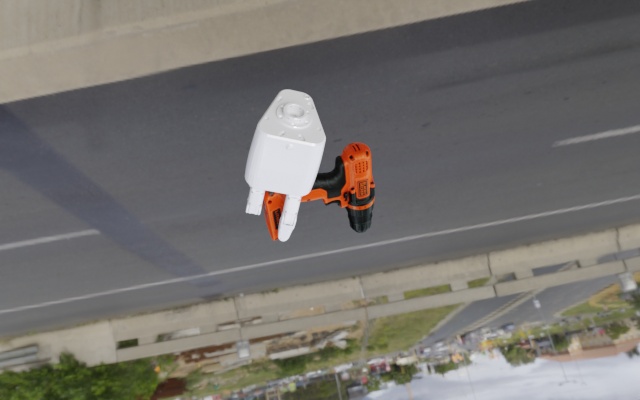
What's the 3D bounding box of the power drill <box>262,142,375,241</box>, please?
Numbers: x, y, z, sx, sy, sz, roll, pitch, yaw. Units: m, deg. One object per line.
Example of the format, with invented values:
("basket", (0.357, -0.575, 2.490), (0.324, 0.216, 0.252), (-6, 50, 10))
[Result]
("power drill", (0.000, 0.003, 0.790), (0.187, 0.185, 0.057), (-17, 41, -11))
